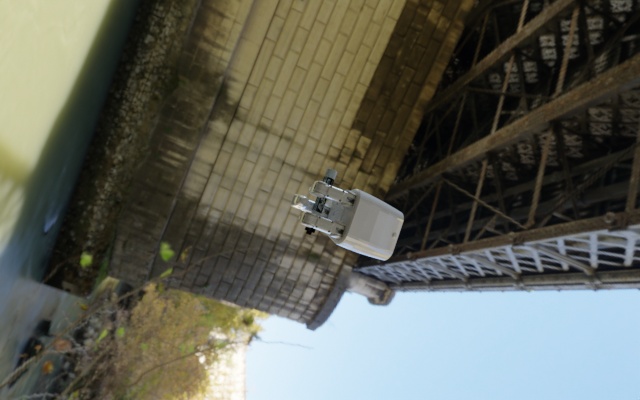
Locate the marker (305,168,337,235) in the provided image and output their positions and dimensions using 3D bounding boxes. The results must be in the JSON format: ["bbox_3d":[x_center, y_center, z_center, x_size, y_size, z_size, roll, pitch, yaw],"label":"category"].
[{"bbox_3d":[0.000,0.003,0.836,0.020,0.121,0.020,20,-6,2],"label":"marker"}]
